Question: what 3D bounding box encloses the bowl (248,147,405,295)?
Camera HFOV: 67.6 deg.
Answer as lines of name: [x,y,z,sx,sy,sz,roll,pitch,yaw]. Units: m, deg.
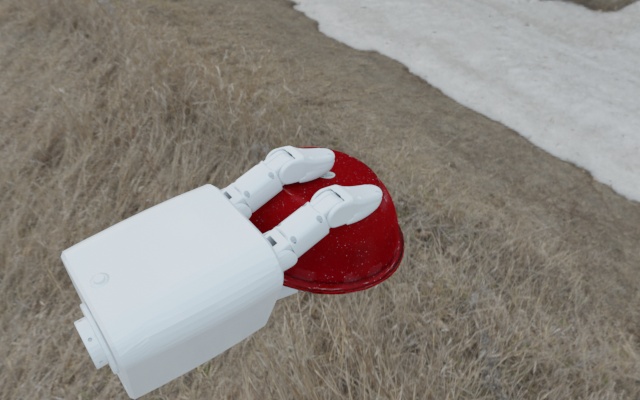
bowl: [0.001,0.000,0.404,0.162,0.055,0.162,9,35,-7]
